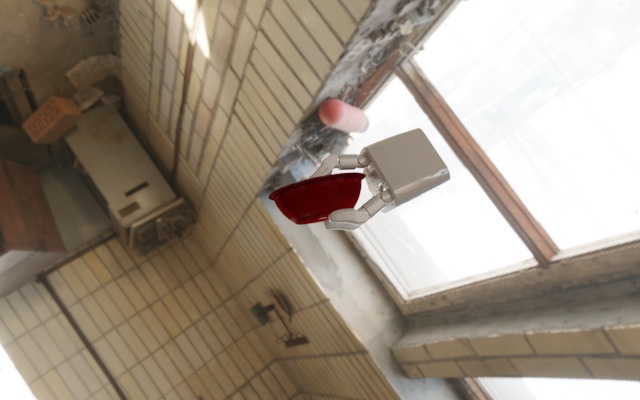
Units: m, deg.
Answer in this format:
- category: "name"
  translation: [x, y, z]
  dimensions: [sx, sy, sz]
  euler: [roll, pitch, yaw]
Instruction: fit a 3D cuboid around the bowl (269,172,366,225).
- category: "bowl"
  translation: [-0.001, 0.003, 0.772]
  dimensions: [0.162, 0.055, 0.162]
  euler: [-12, -8, -2]
